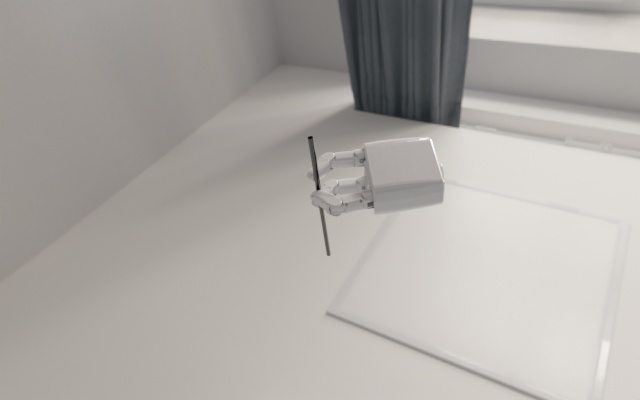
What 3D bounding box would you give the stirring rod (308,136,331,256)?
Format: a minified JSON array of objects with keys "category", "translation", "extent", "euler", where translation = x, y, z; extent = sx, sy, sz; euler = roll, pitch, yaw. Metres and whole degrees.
[{"category":"stirring rod","translation":[0.000,0.002,0.749],"extent":[0.011,0.240,0.011],"euler":[-5,40,4]}]
